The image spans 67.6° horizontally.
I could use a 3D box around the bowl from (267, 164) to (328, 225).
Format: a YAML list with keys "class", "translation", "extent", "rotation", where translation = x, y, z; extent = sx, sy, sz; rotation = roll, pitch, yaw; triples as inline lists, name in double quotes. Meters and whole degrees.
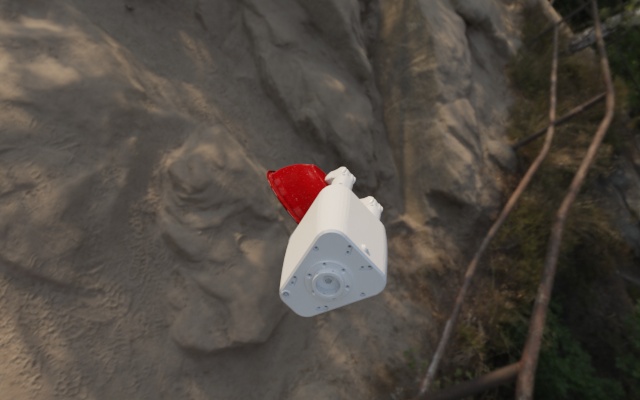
- class: "bowl"
  translation: [0.000, 0.001, 0.665]
  extent: [0.055, 0.162, 0.162]
  rotation: [-42, -8, 9]
